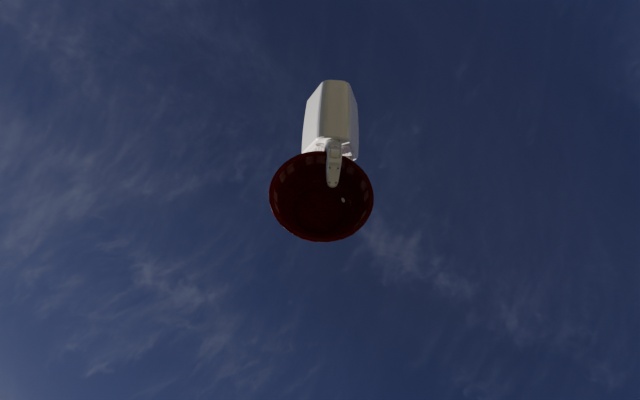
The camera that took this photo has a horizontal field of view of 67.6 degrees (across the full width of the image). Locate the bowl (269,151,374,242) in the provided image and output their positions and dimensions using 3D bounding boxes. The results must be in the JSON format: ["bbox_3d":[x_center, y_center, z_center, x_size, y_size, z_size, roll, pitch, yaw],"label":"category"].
[{"bbox_3d":[0.000,0.004,0.753,0.162,0.162,0.055,0,-29,-4],"label":"bowl"}]
